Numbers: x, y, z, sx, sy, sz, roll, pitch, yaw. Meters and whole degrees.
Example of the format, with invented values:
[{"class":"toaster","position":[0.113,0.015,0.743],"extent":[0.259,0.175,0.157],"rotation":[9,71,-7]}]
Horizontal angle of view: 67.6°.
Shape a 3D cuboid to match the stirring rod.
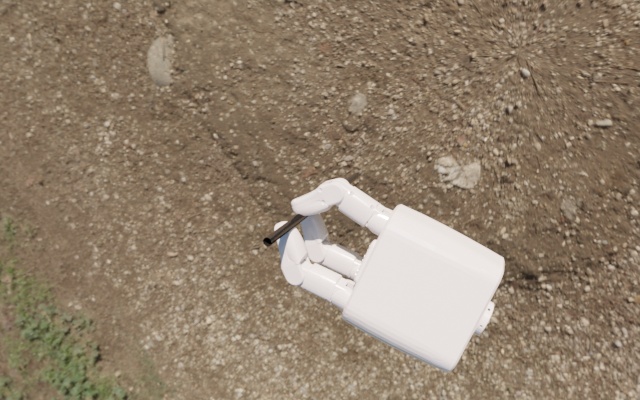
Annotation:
[{"class":"stirring rod","position":[0.000,0.002,0.505],"extent":[0.011,0.011,0.239],"rotation":[0,16,23]}]
